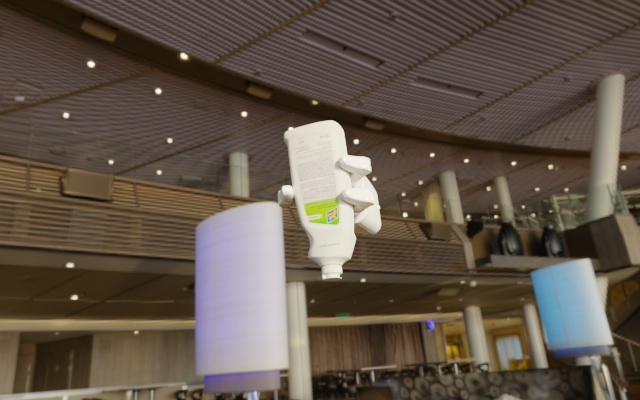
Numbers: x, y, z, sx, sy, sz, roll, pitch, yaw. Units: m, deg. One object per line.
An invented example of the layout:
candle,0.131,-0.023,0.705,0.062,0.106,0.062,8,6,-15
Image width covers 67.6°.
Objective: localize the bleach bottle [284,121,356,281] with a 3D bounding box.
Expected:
bleach bottle,0.000,0.002,0.759,0.102,0.250,0.068,-12,-21,19
